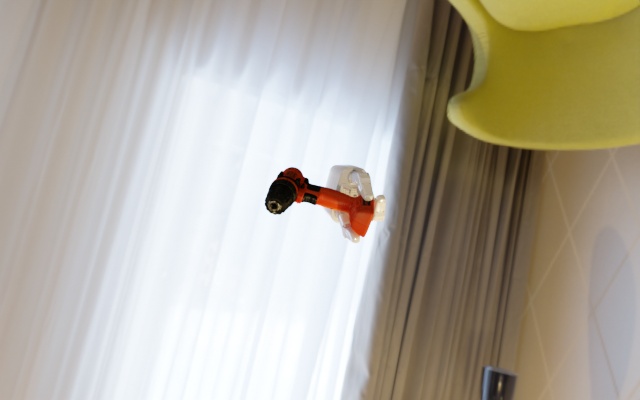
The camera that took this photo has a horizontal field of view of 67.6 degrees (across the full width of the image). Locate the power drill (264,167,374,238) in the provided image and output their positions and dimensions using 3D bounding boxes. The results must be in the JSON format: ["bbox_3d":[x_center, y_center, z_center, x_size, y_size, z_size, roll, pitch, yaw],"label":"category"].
[{"bbox_3d":[0.001,0.003,0.849,0.187,0.057,0.184,21,21,0],"label":"power drill"}]
